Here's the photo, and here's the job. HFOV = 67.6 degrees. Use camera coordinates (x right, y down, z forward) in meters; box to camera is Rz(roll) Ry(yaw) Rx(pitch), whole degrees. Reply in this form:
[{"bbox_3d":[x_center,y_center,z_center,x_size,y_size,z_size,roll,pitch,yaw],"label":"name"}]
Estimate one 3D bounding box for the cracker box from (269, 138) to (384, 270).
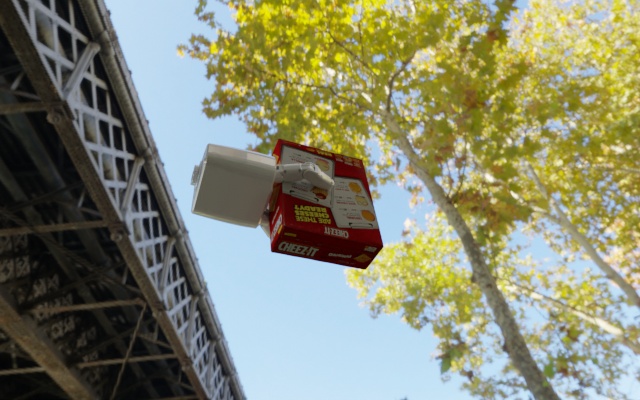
[{"bbox_3d":[0.000,0.002,0.791,0.164,0.072,0.213,13,41,-19],"label":"cracker box"}]
